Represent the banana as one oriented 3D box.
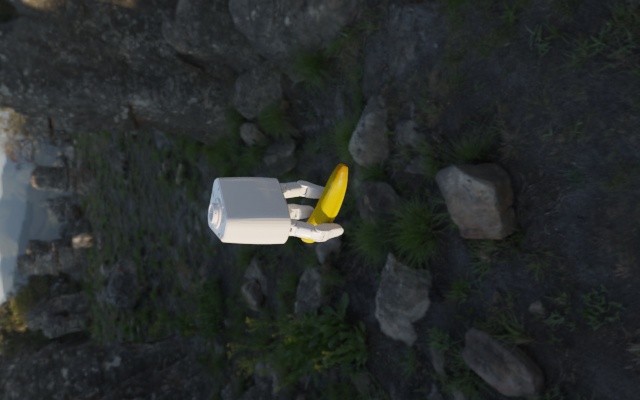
[{"bbox_3d":[0.001,0.020,0.829,0.037,0.069,0.198,8,-38,-22],"label":"banana"}]
